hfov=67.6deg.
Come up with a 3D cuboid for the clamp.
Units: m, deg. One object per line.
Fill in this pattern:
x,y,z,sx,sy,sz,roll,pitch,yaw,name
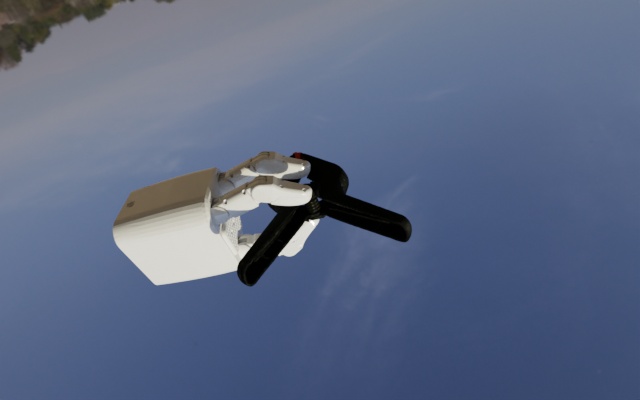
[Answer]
0.000,0.002,0.510,0.164,0.036,0.209,-11,32,4,clamp
